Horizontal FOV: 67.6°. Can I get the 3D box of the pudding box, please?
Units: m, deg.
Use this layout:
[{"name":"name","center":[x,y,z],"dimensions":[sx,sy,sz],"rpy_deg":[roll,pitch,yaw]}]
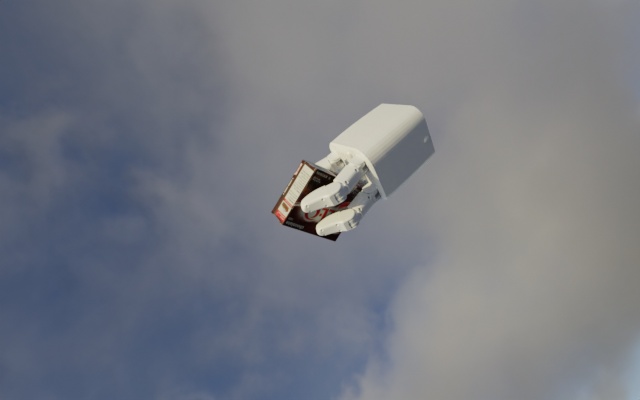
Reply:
[{"name":"pudding box","center":[0.000,0.002,0.667],"dimensions":[0.113,0.090,0.039],"rpy_deg":[22,14,-42]}]
